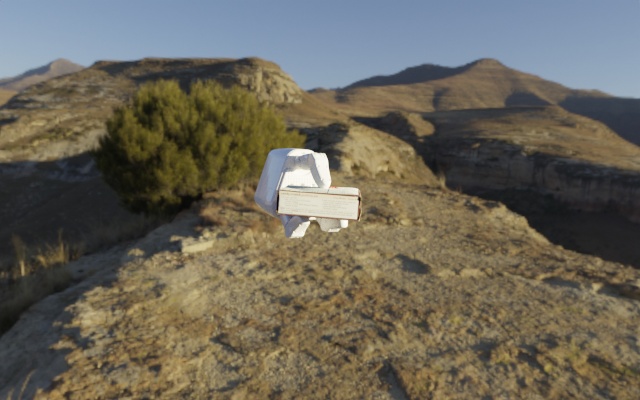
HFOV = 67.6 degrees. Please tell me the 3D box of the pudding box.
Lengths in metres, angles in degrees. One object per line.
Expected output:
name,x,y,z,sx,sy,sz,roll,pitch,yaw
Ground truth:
pudding box,0.000,0.002,0.666,0.113,0.039,0.090,3,7,4
